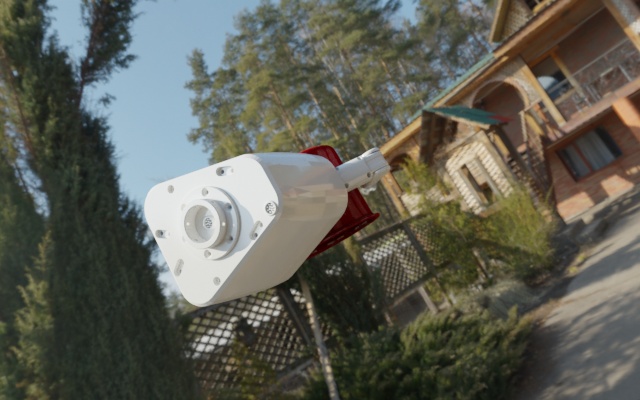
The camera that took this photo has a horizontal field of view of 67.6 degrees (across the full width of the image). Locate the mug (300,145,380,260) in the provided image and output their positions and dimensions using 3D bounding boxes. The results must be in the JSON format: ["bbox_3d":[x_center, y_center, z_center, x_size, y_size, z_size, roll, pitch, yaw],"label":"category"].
[{"bbox_3d":[0.001,0.001,0.460,0.093,0.081,0.117,-33,-10,21],"label":"mug"}]
